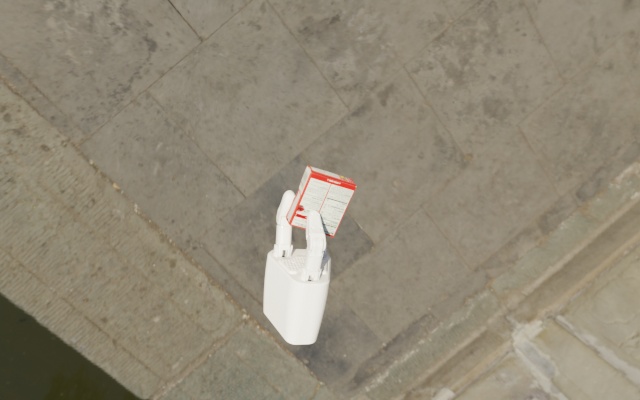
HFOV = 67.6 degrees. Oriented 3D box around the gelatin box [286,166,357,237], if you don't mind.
[{"bbox_3d":[0.000,0.002,0.688,0.073,0.089,0.030,16,21,-21],"label":"gelatin box"}]
